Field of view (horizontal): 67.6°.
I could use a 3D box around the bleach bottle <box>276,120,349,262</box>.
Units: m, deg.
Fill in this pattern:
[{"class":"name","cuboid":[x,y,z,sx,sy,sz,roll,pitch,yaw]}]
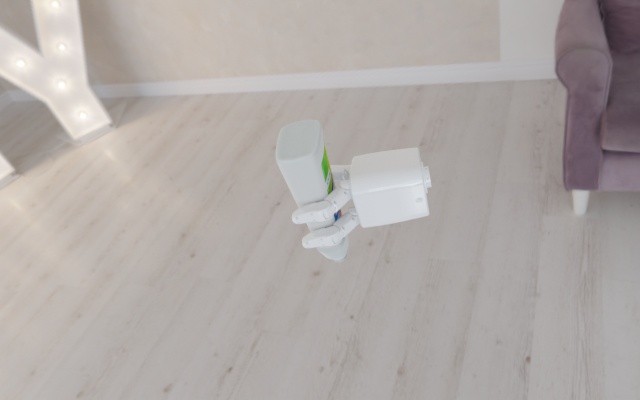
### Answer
[{"class":"bleach bottle","cuboid":[0.000,0.003,0.762,0.068,0.251,0.102,-9,42,13]}]
